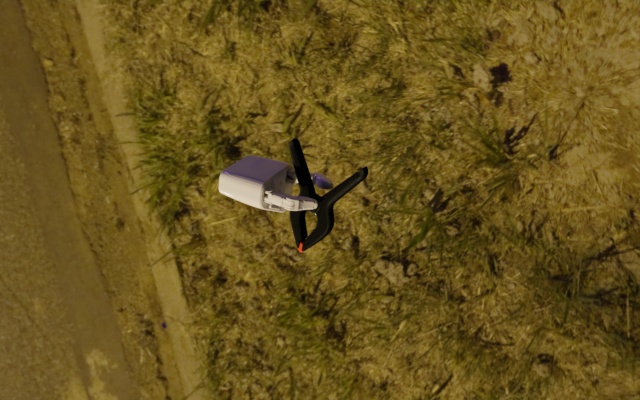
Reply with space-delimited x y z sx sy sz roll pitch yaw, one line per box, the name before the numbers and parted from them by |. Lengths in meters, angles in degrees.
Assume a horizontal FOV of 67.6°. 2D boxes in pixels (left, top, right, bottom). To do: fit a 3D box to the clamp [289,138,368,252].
clamp | -0.001 0.004 0.887 0.164 0.210 0.036 18 19 27
